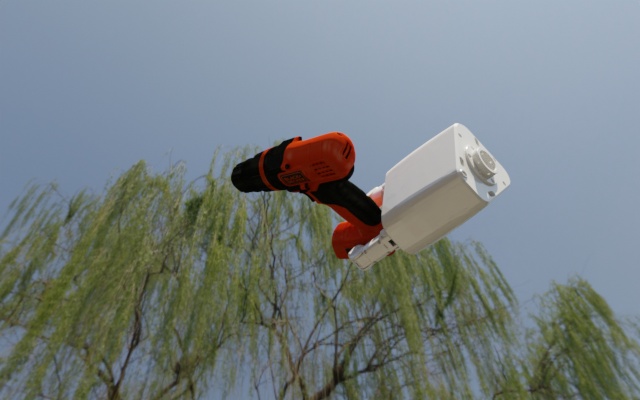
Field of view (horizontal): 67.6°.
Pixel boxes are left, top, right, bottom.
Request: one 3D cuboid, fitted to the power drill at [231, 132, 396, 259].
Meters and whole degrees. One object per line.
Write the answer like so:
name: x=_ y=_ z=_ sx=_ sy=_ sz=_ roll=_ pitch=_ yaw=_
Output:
power drill: x=0.001 y=0.002 z=0.587 sx=0.184 sy=0.057 sz=0.188 roll=-9 pitch=-42 yaw=43
